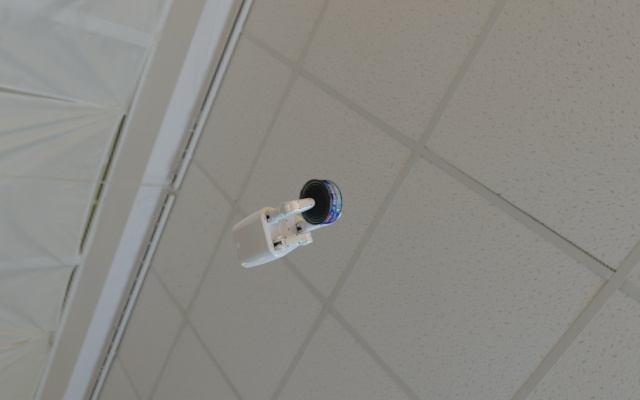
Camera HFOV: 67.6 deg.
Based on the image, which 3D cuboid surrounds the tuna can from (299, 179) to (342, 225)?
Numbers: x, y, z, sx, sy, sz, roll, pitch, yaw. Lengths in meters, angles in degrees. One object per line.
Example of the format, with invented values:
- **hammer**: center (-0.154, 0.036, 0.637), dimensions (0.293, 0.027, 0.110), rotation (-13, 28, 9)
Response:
- **tuna can**: center (0.001, 0.003, 0.889), dimensions (0.034, 0.086, 0.086), rotation (-1, 1, -44)
